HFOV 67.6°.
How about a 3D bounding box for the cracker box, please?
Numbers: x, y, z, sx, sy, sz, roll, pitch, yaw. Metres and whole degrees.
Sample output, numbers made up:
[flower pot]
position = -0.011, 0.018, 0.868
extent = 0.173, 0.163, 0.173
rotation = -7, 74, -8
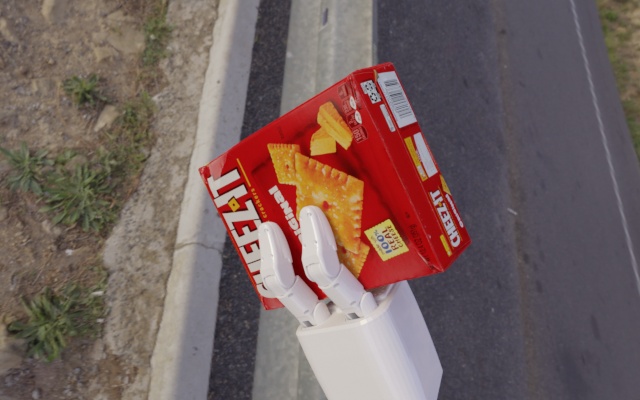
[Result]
[cracker box]
position = 0.000, 0.001, 0.433
extent = 0.214, 0.164, 0.072
rotation = -22, 3, 40
